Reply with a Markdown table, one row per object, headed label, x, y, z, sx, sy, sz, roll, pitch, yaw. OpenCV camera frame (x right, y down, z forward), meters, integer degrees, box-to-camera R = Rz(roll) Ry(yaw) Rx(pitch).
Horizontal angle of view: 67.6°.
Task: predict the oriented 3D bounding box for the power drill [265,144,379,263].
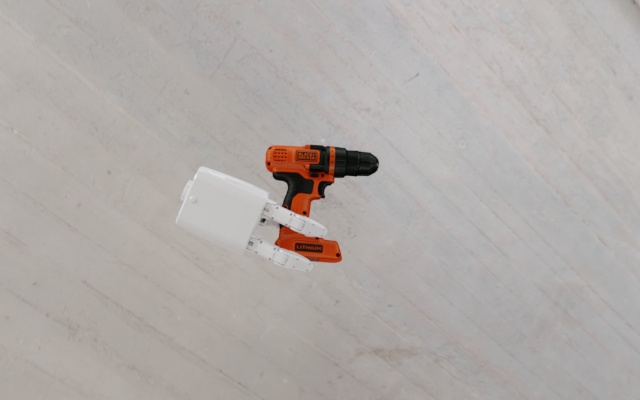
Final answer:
| label | x | y | z | sx | sy | sz | roll | pitch | yaw |
| --- | --- | --- | --- | --- | --- | --- | --- | --- | --- |
| power drill | 0.000 | 0.003 | 0.758 | 0.184 | 0.187 | 0.057 | 3 | -15 | -1 |
